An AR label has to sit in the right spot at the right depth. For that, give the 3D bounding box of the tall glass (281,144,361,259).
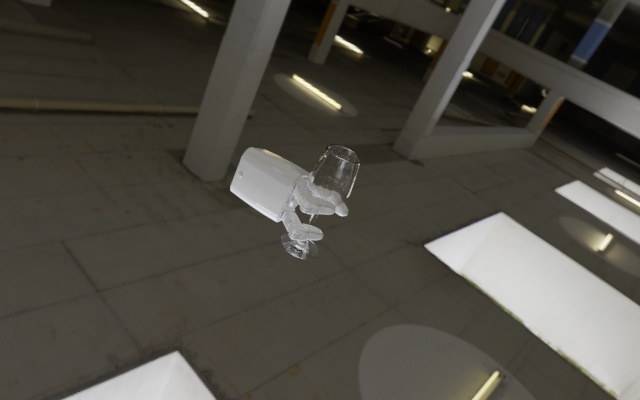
[{"bbox_3d":[0.000,0.003,0.834,0.079,0.201,0.079,21,26,-11],"label":"tall glass"}]
